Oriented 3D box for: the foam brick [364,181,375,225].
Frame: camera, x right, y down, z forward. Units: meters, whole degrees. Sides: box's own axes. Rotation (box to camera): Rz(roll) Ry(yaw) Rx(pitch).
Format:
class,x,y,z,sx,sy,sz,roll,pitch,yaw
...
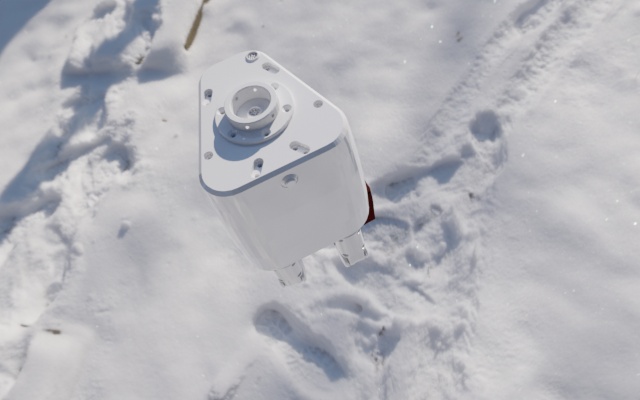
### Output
class,x,y,z,sx,sy,sz,roll,pitch,yaw
foam brick,0.000,0.001,0.402,0.078,0.053,0.051,-26,-31,-5
